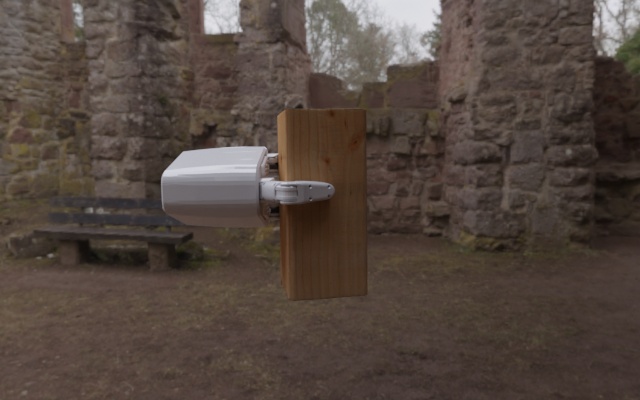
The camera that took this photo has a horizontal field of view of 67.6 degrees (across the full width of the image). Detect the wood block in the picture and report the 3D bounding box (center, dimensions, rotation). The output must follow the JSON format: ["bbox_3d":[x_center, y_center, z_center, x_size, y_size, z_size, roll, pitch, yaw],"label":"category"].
[{"bbox_3d":[0.000,0.002,0.556,0.090,0.206,0.091,-2,5,-11],"label":"wood block"}]
